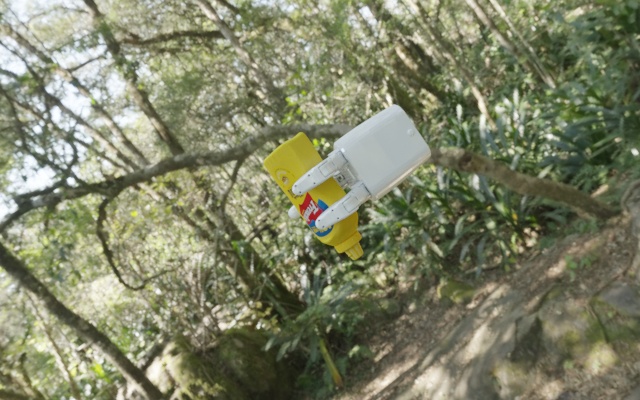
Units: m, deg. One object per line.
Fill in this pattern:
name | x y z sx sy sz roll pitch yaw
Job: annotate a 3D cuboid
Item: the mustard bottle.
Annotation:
mustard bottle | 0.000 0.002 0.678 0.058 0.191 0.096 -38 4 -32
